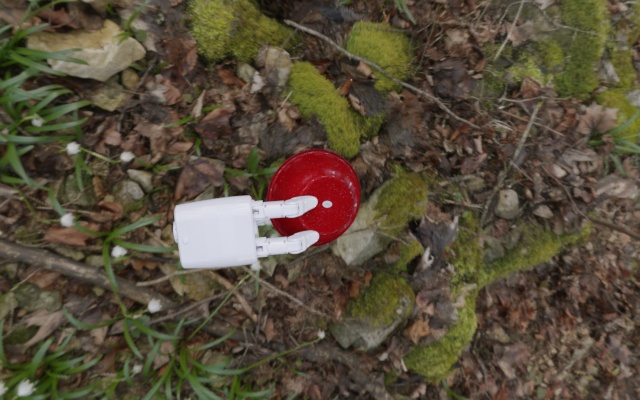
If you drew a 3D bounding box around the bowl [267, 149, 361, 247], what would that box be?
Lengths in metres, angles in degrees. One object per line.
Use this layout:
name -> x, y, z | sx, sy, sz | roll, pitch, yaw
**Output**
bowl -> 0.001, 0.002, 0.748 | 0.162, 0.162, 0.055 | 0, 12, -20
